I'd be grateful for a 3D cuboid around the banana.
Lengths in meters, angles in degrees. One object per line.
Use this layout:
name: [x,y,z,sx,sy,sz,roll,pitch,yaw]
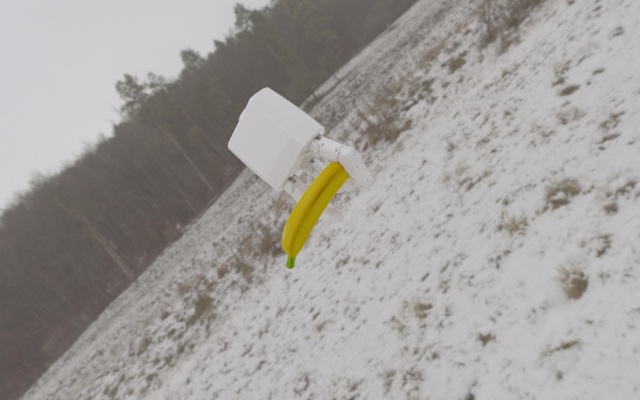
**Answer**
banana: [-0.002,-0.002,0.660,0.037,0.197,0.070,31,-18,11]
